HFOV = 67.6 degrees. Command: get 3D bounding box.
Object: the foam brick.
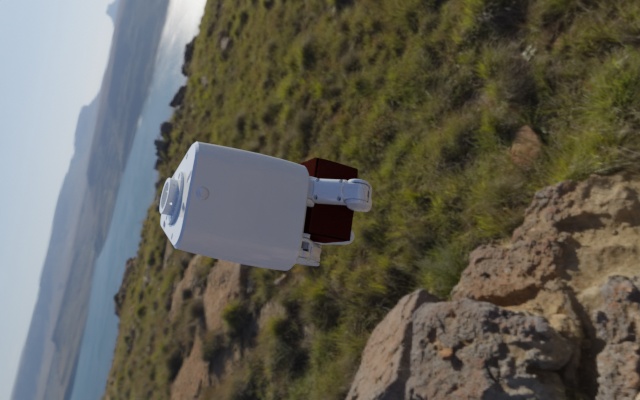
[{"bbox_3d":[0.000,0.001,0.488,0.051,0.078,0.053,14,-14,-28],"label":"foam brick"}]
